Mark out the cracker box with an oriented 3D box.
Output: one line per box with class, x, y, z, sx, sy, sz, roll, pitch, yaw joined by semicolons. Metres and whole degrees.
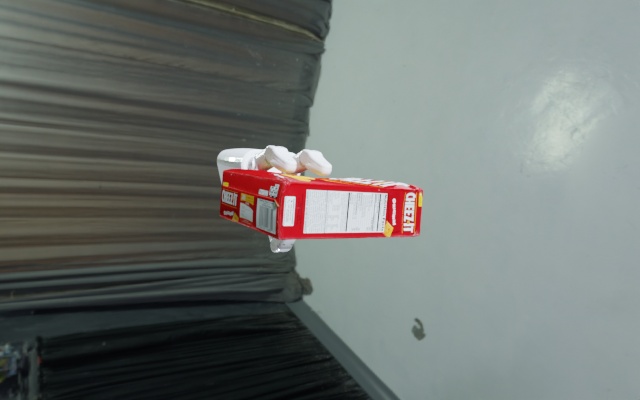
cracker box;0.000;0.002;0.623;0.214;0.072;0.164;1;6;-34
